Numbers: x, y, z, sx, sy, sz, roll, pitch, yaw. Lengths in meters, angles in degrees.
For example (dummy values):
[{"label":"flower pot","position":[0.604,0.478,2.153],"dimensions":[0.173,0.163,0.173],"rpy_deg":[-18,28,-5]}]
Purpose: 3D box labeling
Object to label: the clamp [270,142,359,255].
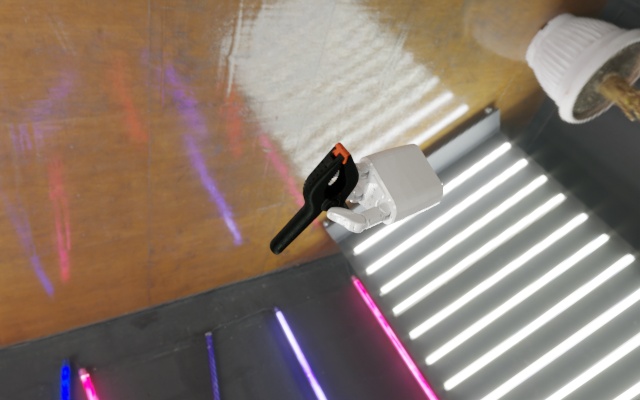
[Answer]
[{"label":"clamp","position":[0.001,0.003,0.741],"dimensions":[0.164,0.036,0.210],"rpy_deg":[-21,-35,-25]}]
